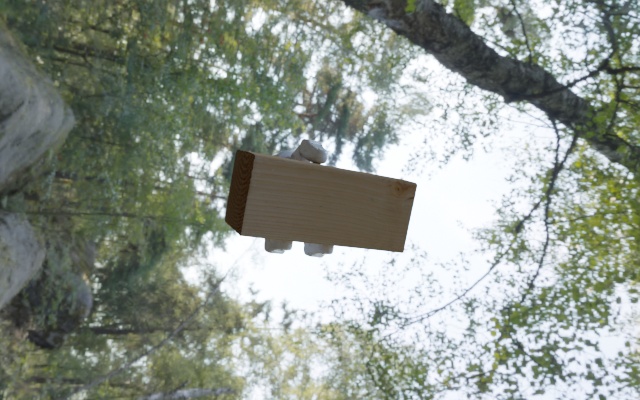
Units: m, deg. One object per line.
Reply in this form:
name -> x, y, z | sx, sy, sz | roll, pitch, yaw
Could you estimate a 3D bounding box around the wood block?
wood block -> 0.000, 0.002, 0.580 | 0.206, 0.091, 0.090 | 8, 6, -24
